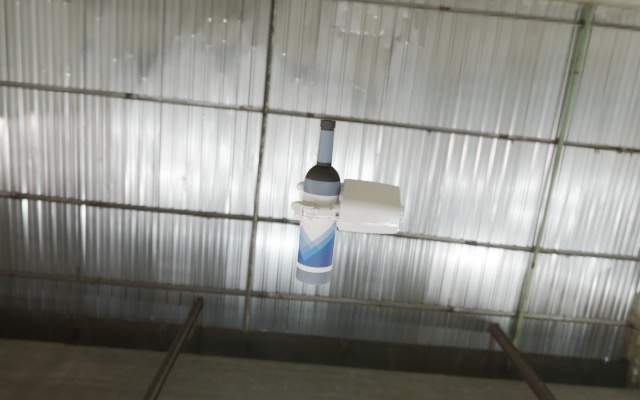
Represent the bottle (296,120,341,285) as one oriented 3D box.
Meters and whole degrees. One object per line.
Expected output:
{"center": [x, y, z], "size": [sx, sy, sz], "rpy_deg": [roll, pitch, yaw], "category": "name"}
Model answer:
{"center": [0.000, 0.003, 0.866], "size": [0.069, 0.296, 0.069], "rpy_deg": [5, 12, -1], "category": "bottle"}
